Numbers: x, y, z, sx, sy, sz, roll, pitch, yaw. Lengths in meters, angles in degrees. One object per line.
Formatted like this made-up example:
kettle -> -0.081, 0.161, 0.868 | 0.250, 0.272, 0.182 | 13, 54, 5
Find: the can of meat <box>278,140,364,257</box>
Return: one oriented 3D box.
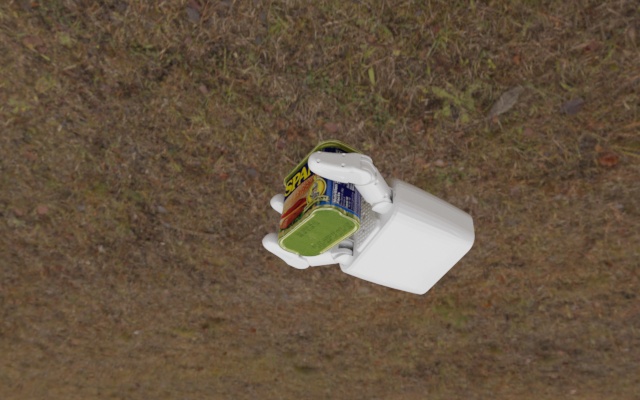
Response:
can of meat -> 0.000, 0.002, 0.493 | 0.057, 0.084, 0.102 | 24, -39, -24
